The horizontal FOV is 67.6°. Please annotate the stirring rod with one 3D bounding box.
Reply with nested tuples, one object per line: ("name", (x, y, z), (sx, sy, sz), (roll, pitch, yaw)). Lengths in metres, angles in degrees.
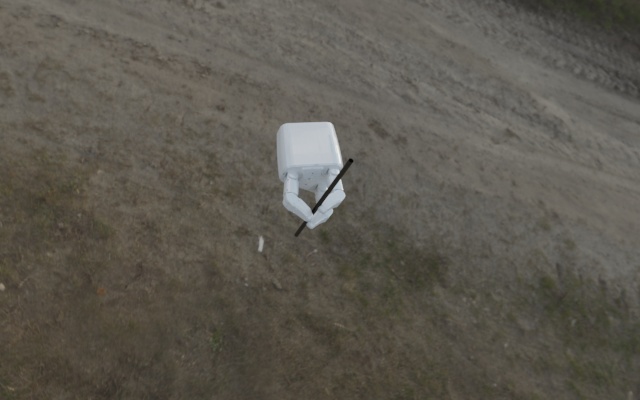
("stirring rod", (0.000, 0.003, 0.806), (0.011, 0.011, 0.240), (0, -31, -26))
